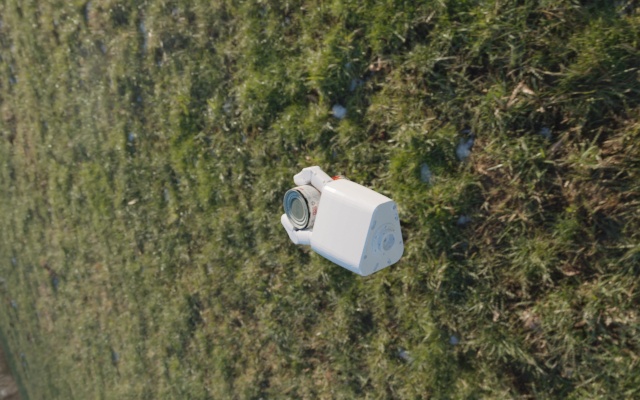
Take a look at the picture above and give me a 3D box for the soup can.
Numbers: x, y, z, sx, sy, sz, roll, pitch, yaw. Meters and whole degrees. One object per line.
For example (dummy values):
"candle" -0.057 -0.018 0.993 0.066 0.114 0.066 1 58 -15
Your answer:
"soup can" 0.000 0.002 0.777 0.102 0.068 0.068 -17 10 -36
